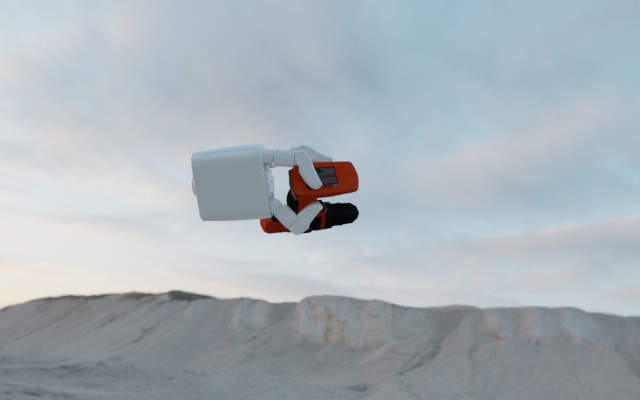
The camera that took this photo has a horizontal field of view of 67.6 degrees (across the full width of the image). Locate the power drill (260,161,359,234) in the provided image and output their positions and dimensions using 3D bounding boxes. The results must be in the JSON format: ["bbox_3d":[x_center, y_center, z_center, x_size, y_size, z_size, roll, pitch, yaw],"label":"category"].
[{"bbox_3d":[0.000,0.002,0.800,0.184,0.057,0.188,-7,-24,-19],"label":"power drill"}]
